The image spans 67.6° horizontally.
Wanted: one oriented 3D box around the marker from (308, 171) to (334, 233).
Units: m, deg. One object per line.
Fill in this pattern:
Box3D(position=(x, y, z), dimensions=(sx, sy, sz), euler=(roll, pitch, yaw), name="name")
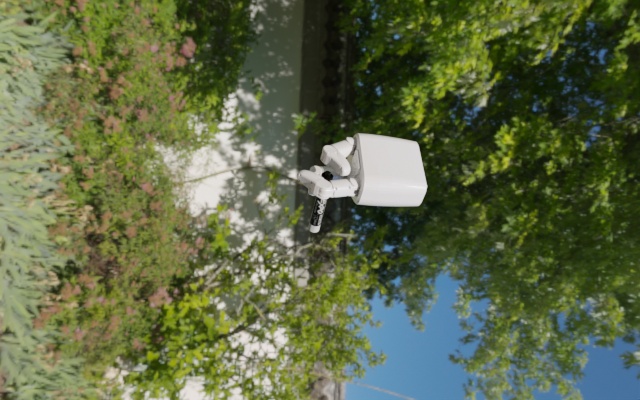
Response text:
Box3D(position=(0.000, 0.002, 0.752), dimensions=(0.020, 0.121, 0.020), euler=(8, 41, -7), name="marker")
